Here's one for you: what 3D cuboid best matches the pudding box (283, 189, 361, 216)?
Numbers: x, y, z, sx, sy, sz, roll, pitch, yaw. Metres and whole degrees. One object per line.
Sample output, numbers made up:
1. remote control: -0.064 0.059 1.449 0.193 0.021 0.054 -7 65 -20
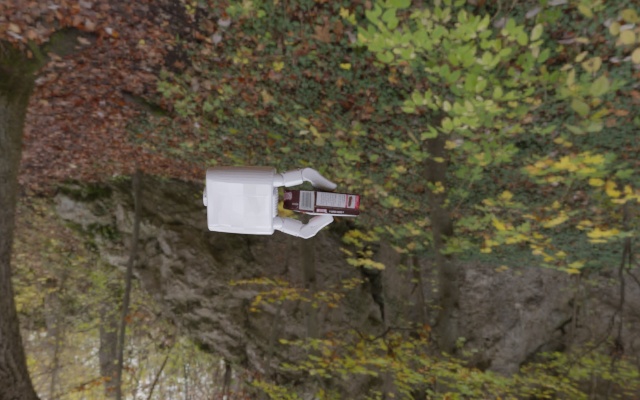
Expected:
1. pudding box: 0.000 0.003 0.800 0.090 0.039 0.113 4 2 -30
